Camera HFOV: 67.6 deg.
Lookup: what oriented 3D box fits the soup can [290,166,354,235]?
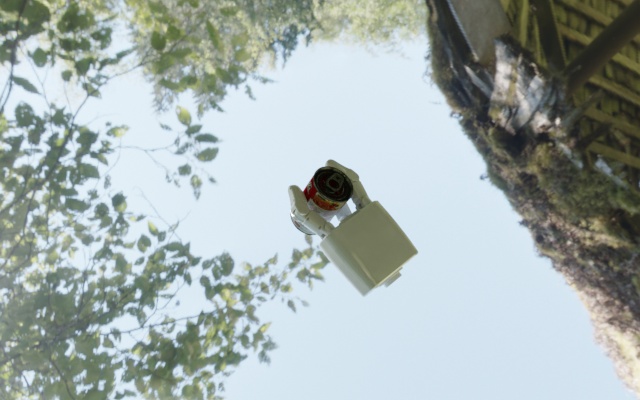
[{"bbox_3d":[0.000,0.002,0.763,0.068,0.068,0.102,0,-34,-29],"label":"soup can"}]
